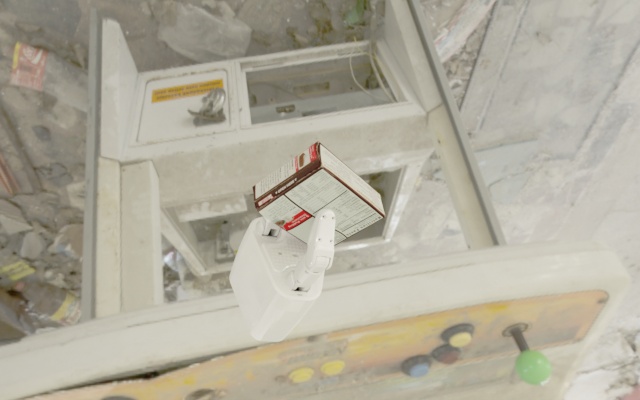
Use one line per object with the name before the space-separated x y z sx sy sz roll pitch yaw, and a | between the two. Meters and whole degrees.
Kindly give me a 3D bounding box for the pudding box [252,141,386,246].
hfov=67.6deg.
pudding box | 0.000 0.002 0.497 0.090 0.039 0.113 -33 -45 23
